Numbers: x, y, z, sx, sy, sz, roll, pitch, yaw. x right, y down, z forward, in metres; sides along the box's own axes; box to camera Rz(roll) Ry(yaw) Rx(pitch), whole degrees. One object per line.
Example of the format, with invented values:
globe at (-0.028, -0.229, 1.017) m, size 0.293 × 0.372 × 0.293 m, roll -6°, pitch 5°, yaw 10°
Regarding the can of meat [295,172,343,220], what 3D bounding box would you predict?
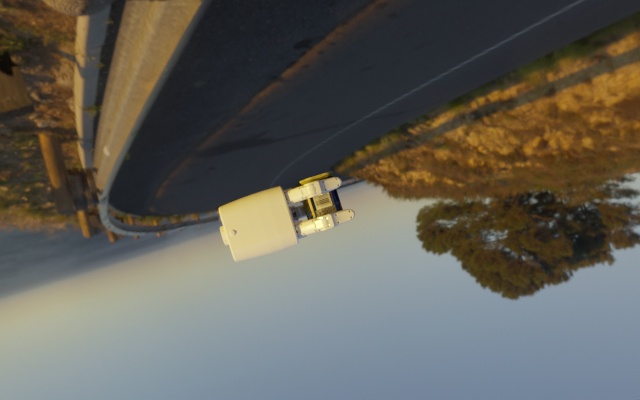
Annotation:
can of meat at (0.000, 0.003, 0.805) m, size 0.057 × 0.084 × 0.102 m, roll -17°, pitch -1°, yaw -10°
